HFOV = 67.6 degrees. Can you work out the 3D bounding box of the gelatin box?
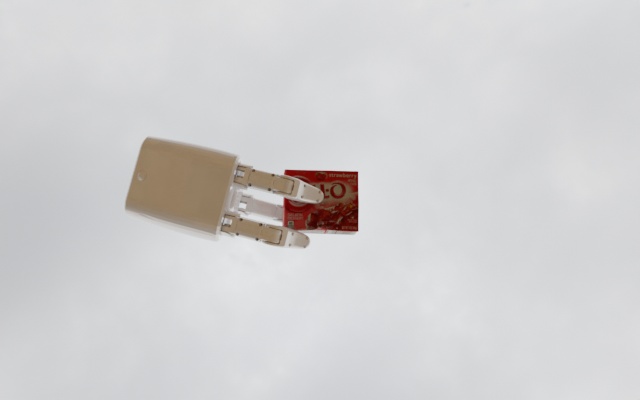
[{"bbox_3d":[0.000,0.002,0.564,0.089,0.073,0.030,2,-12,-6],"label":"gelatin box"}]
